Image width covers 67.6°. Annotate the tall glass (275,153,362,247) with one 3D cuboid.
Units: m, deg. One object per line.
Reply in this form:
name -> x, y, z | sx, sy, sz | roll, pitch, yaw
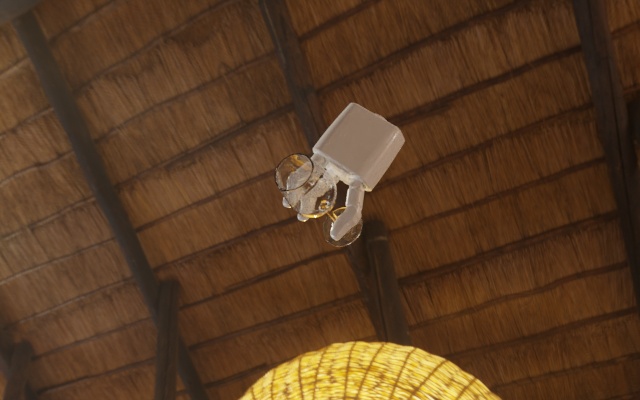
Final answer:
tall glass -> 0.000, 0.003, 0.759 | 0.079, 0.079, 0.201 | 0, -26, 26
